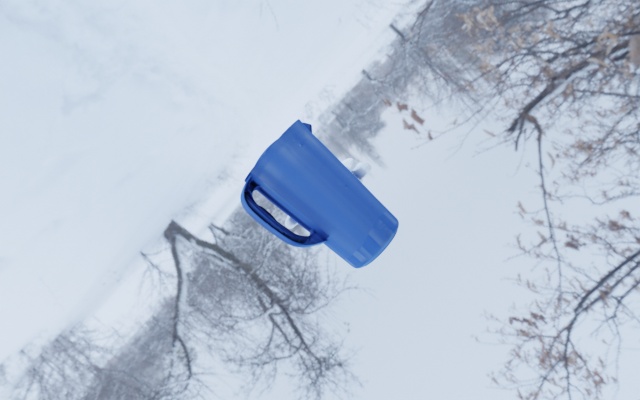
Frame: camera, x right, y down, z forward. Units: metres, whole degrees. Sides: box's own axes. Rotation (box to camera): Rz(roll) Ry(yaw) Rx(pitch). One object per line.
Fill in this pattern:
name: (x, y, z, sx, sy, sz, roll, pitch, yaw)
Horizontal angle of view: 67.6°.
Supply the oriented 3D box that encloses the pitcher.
pitcher: (0.000, 0.002, 0.770, 0.243, 0.149, 0.145, 42, 16, -4)
